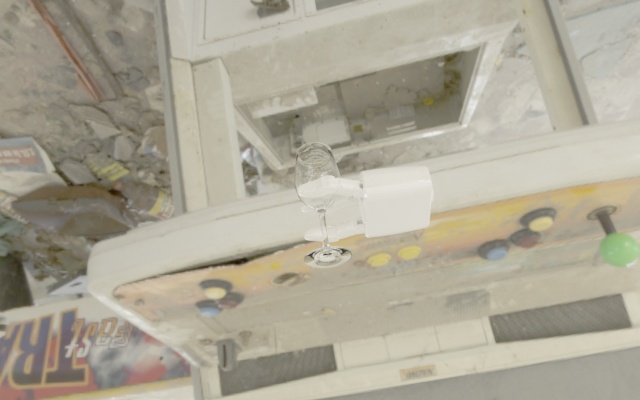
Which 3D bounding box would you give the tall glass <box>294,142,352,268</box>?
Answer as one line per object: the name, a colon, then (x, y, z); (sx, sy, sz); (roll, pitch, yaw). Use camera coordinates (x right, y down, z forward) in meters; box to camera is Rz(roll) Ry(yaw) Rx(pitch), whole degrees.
tall glass: (0.000, 0.003, 0.770); (0.079, 0.201, 0.079); (-6, -31, -4)
